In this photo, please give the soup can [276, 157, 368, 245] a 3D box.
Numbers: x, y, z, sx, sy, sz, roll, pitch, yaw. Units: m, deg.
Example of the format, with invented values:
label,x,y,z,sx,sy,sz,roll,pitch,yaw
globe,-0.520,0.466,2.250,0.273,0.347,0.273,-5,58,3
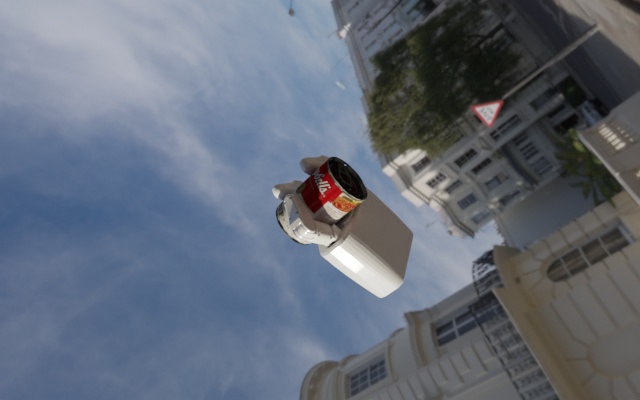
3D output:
label,x,y,z,sx,sy,sz,roll,pitch,yaw
soup can,0.000,0.002,0.607,0.102,0.068,0.068,-41,-21,27
